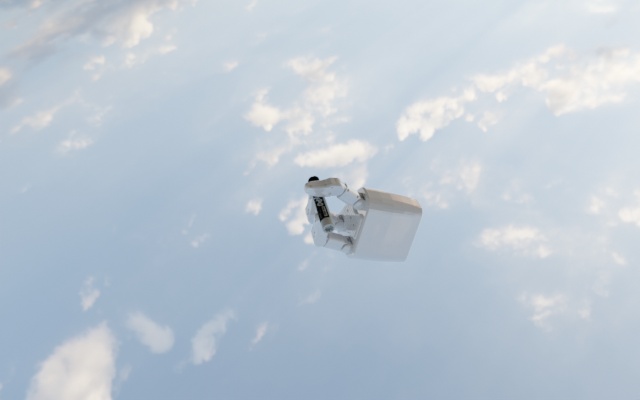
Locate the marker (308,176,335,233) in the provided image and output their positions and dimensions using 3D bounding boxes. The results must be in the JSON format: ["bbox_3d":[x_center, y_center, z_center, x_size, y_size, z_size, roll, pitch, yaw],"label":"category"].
[{"bbox_3d":[0.000,0.002,0.730,0.020,0.020,0.121,0,39,-15],"label":"marker"}]
